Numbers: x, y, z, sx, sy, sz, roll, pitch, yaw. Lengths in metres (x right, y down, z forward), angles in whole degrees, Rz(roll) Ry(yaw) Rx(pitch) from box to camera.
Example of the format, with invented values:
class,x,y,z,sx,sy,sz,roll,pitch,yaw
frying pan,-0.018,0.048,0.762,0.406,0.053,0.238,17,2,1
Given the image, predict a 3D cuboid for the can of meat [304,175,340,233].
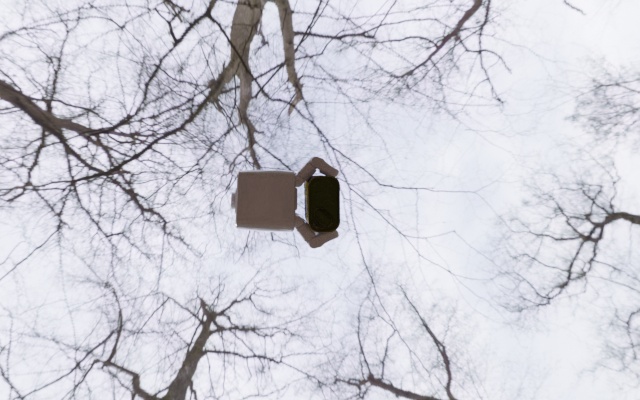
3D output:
class,x,y,z,sx,sy,sz,roll,pitch,yaw
can of meat,0.000,0.003,0.886,0.057,0.102,0.084,-2,6,-9
